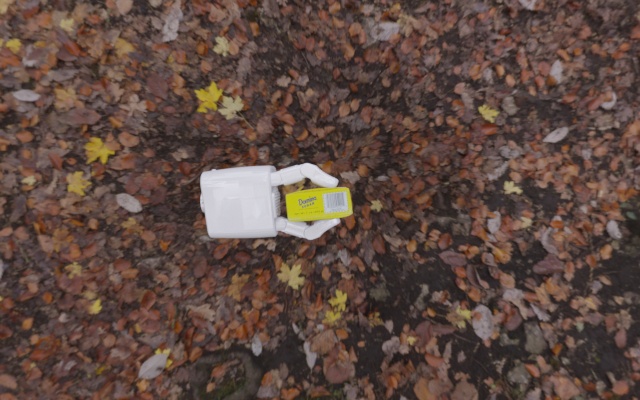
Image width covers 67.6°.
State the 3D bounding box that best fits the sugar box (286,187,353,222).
[{"bbox_3d":[0.000,0.002,0.757,0.093,0.048,0.176,-5,4,1],"label":"sugar box"}]
